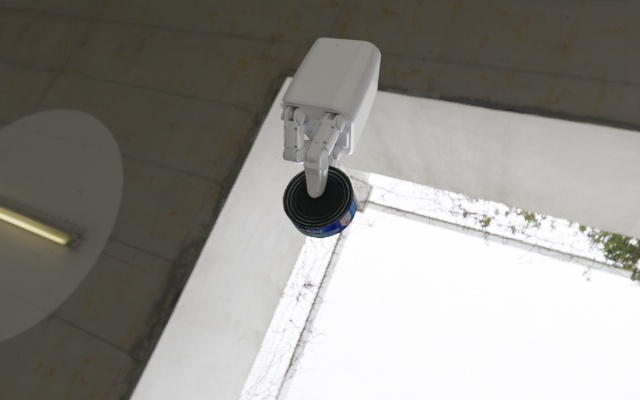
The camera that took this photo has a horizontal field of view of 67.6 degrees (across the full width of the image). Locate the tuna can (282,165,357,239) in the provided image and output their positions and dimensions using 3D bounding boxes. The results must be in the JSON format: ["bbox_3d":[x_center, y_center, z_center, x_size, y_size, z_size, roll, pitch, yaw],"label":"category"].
[{"bbox_3d":[0.000,0.002,0.573,0.086,0.086,0.034,0,-29,17],"label":"tuna can"}]
